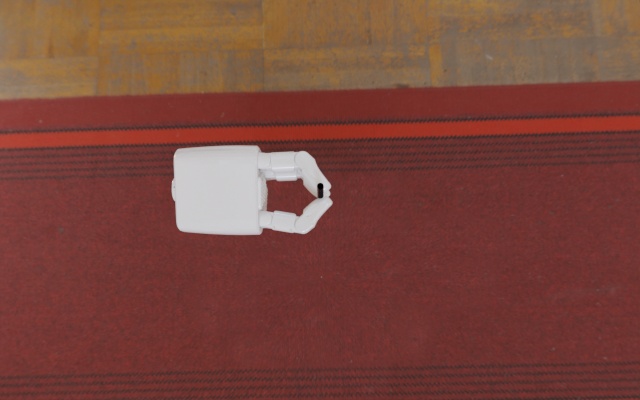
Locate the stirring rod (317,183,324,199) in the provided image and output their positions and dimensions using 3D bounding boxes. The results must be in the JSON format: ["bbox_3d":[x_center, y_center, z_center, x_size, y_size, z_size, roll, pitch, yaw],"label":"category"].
[{"bbox_3d":[0.000,0.002,0.674,0.011,0.011,0.239,0,-9,0],"label":"stirring rod"}]
